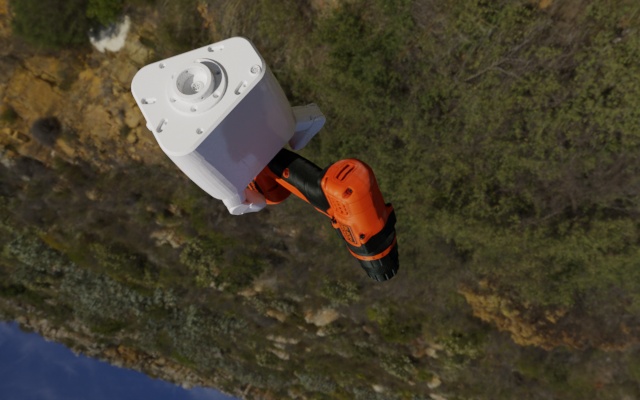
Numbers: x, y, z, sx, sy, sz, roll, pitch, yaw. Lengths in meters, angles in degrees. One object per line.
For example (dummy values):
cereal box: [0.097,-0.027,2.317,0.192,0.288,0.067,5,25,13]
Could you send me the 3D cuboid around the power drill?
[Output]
power drill: [0.000,0.001,0.520,0.187,0.057,0.185,27,-25,34]
